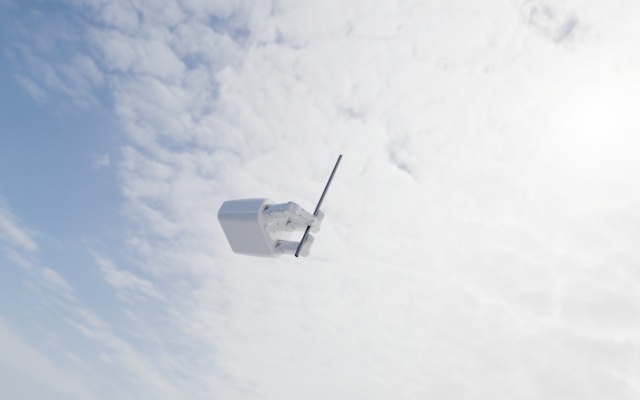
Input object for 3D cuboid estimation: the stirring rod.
[{"bbox_3d":[0.000,0.003,0.869,0.011,0.239,0.011,16,-35,12],"label":"stirring rod"}]
